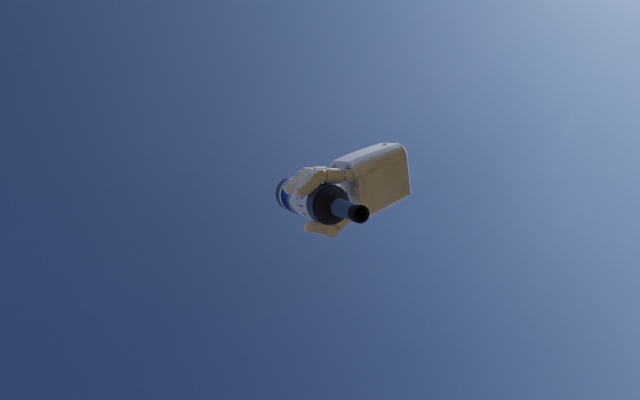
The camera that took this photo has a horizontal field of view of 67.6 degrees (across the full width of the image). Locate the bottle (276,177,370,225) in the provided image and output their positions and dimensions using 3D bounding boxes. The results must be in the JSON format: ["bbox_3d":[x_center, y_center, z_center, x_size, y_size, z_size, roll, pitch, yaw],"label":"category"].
[{"bbox_3d":[0.000,0.003,0.802,0.069,0.069,0.295,0,6,-23],"label":"bottle"}]
